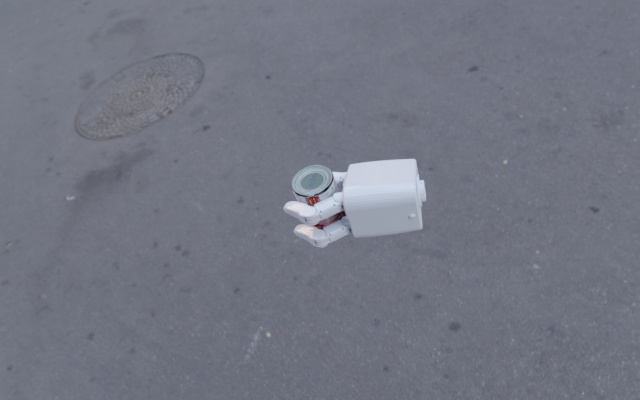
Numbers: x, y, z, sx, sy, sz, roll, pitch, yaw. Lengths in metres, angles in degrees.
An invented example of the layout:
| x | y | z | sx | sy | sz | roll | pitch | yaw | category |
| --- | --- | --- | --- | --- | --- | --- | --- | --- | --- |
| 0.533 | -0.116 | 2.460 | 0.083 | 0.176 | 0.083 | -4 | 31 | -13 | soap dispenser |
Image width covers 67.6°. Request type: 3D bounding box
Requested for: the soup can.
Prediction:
| x | y | z | sx | sy | sz | roll | pitch | yaw | category |
| --- | --- | --- | --- | --- | --- | --- | --- | --- | --- |
| 0.000 | 0.002 | 0.755 | 0.068 | 0.068 | 0.102 | 0 | -42 | 20 | soup can |
